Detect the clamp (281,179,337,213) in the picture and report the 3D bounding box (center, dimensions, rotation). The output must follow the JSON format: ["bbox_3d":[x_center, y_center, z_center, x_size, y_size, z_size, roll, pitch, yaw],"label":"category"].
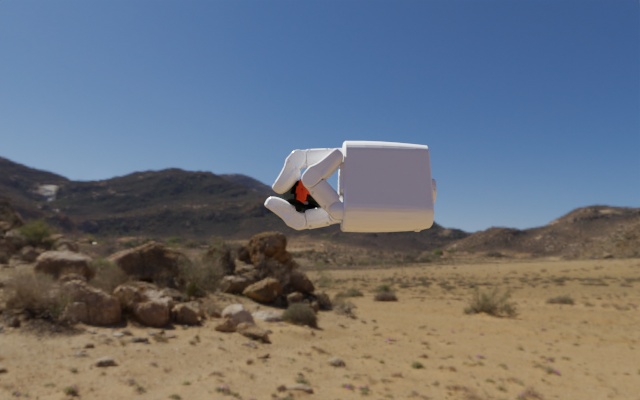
[{"bbox_3d":[0.000,0.002,0.670,0.120,0.039,0.171,1,-6,0],"label":"clamp"}]
